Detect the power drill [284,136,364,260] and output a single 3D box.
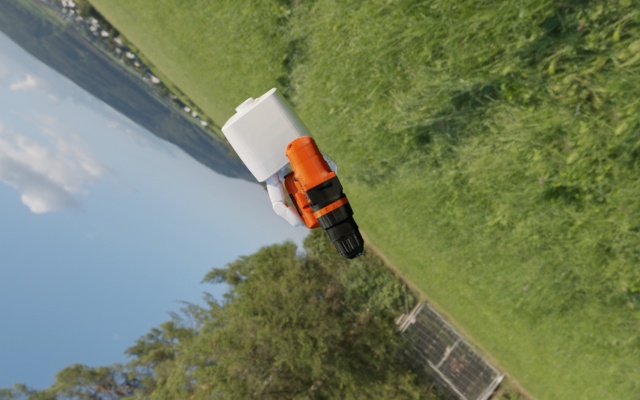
[{"bbox_3d":[0.000,0.002,0.730,0.057,0.184,0.187,-25,-1,-10],"label":"power drill"}]
